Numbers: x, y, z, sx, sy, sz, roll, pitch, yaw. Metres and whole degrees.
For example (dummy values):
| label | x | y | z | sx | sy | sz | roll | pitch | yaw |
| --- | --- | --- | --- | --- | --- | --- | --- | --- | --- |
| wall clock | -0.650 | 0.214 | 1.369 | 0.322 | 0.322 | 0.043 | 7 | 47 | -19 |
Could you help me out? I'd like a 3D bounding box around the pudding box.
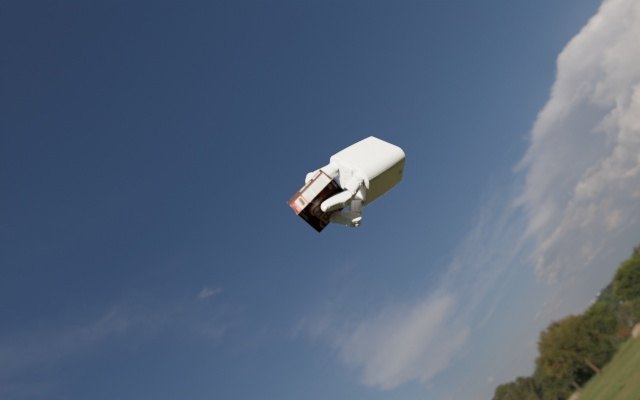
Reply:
| label | x | y | z | sx | sy | sz | roll | pitch | yaw |
| --- | --- | --- | --- | --- | --- | --- | --- | --- | --- |
| pudding box | 0.000 | 0.003 | 0.882 | 0.039 | 0.090 | 0.113 | 43 | -1 | 32 |
